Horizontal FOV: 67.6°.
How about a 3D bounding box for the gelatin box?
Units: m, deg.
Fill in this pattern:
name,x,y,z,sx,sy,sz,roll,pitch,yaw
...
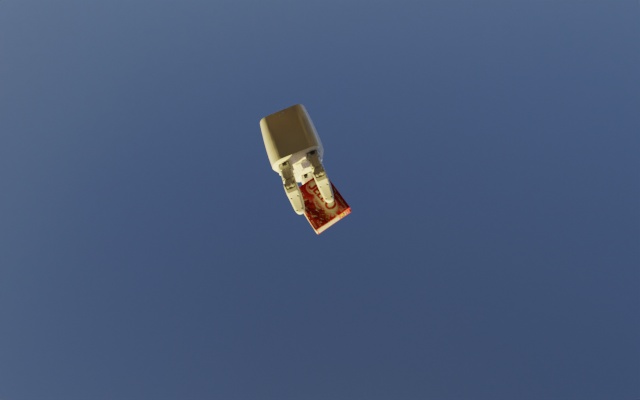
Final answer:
name,x,y,z,sx,sy,sz,roll,pitch,yaw
gelatin box,0.000,0.003,0.852,0.073,0.089,0.030,-34,-20,-3
